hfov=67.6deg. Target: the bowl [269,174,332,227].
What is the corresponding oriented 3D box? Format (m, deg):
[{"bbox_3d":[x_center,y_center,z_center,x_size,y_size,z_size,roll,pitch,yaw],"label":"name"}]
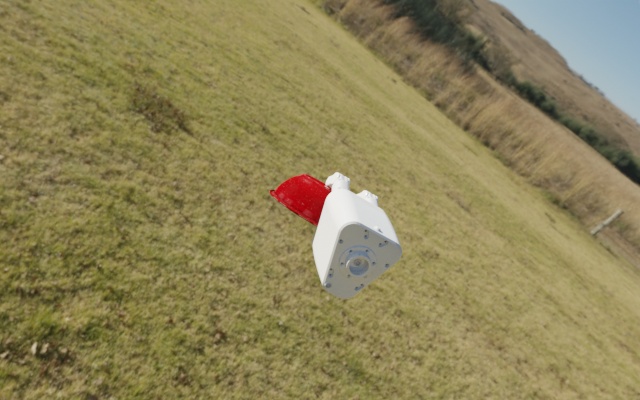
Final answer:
[{"bbox_3d":[0.000,0.002,0.776,0.162,0.055,0.162,30,5,-3],"label":"bowl"}]
